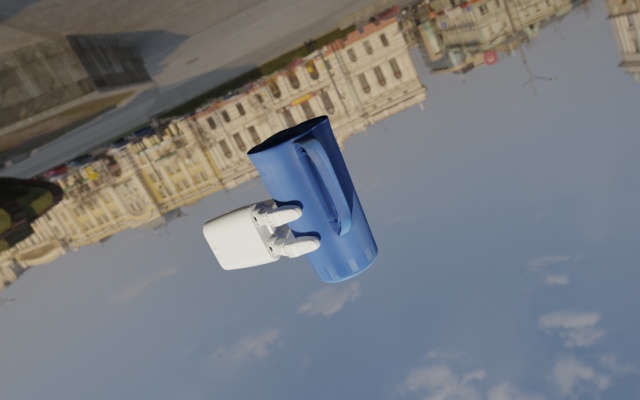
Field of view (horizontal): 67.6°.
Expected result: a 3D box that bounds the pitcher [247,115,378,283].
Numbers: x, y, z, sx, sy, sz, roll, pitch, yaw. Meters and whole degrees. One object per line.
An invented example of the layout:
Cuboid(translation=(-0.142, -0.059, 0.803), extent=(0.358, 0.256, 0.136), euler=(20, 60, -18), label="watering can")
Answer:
Cuboid(translation=(0.000, 0.002, 0.730), extent=(0.145, 0.243, 0.149), euler=(-17, 18, 28), label="pitcher")
